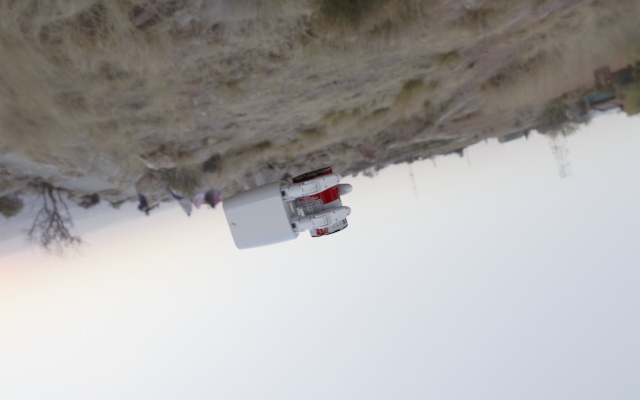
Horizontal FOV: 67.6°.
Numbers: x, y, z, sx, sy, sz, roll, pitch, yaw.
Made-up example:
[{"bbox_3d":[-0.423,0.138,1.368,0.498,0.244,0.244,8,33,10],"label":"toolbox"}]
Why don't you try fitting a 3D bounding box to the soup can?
[{"bbox_3d":[0.001,0.003,0.786,0.068,0.102,0.068,-17,8,2],"label":"soup can"}]
